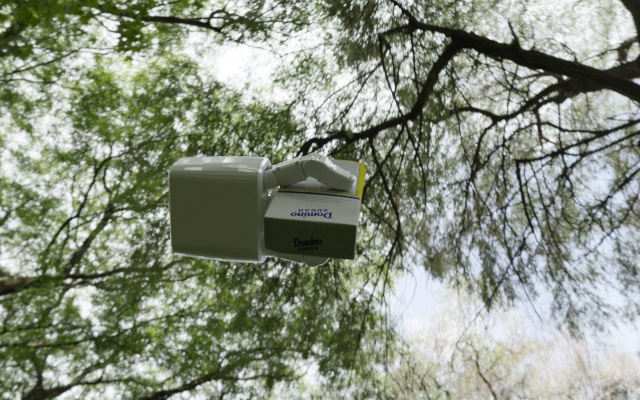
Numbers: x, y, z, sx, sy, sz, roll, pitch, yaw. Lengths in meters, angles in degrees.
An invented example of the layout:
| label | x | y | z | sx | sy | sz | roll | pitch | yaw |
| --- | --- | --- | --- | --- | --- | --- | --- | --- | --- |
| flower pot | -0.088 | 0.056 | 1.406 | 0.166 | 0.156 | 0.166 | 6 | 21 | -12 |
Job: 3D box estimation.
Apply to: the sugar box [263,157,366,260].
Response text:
| label | x | y | z | sx | sy | sz | roll | pitch | yaw |
| --- | --- | --- | --- | --- | --- | --- | --- | --- | --- |
| sugar box | 0.000 | 0.002 | 0.537 | 0.093 | 0.048 | 0.176 | 5 | 27 | 6 |
